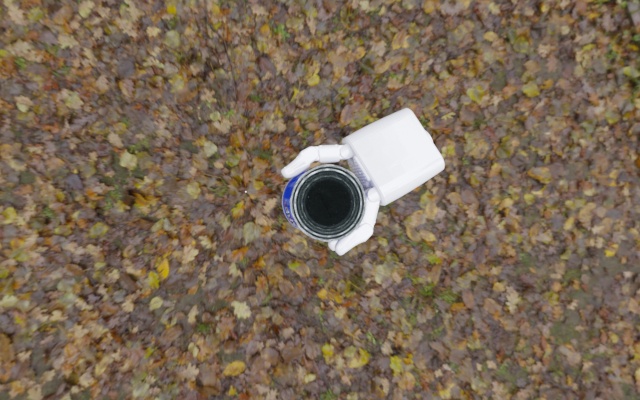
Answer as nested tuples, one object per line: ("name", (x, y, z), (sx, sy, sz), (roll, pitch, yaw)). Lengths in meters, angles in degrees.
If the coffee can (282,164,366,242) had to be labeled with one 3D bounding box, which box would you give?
("coffee can", (0.000, 0.002, 0.696), (0.103, 0.103, 0.140), (0, 1, -9))
